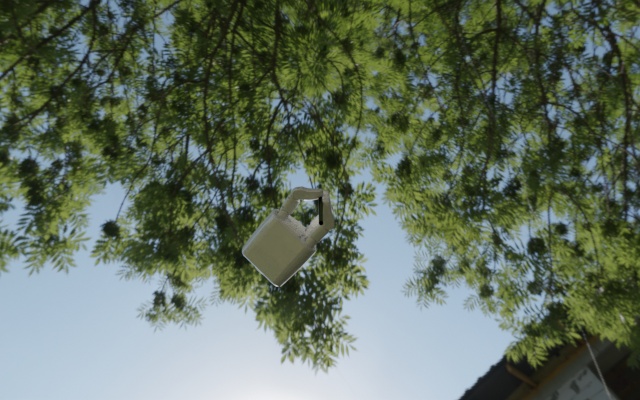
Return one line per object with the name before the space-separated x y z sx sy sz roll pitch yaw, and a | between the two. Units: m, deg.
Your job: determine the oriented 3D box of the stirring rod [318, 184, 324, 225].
stirring rod | 0.000 0.003 0.888 0.011 0.011 0.239 0 16 0
